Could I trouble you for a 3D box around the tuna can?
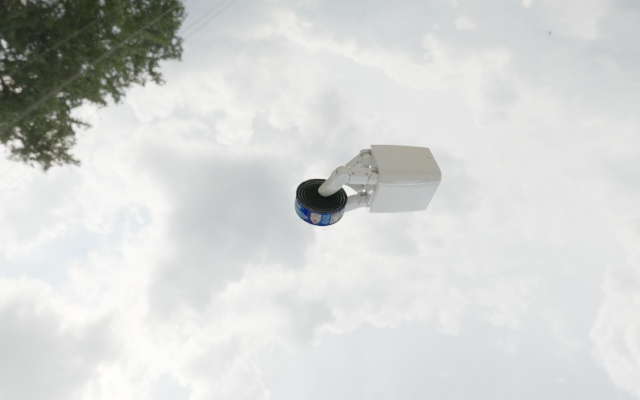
[{"bbox_3d":[0.000,0.003,0.787,0.086,0.034,0.086,6,41,-5],"label":"tuna can"}]
